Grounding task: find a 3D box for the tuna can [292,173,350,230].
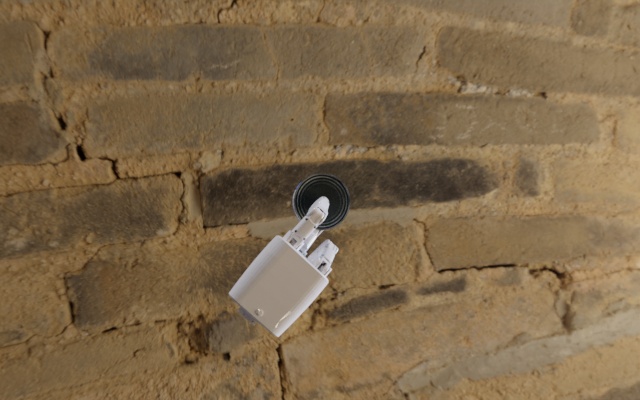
[{"bbox_3d":[0.000,0.002,0.730,0.086,0.086,0.034,0,-3,-10],"label":"tuna can"}]
